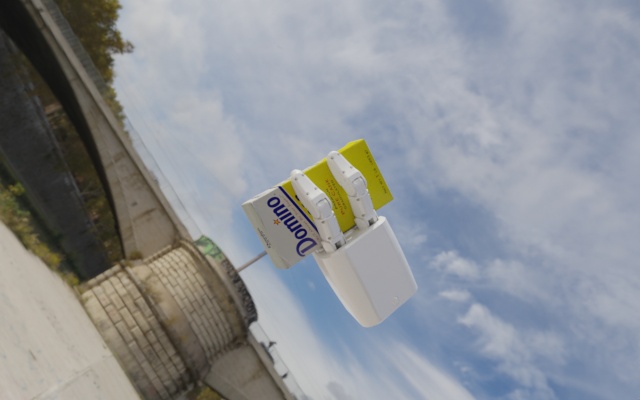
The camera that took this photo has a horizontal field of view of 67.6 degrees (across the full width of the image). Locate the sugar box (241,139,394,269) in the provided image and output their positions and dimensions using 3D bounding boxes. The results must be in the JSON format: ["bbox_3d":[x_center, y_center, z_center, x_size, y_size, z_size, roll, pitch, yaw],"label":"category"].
[{"bbox_3d":[0.000,0.002,0.601,0.176,0.093,0.048,-33,9,-26],"label":"sugar box"}]
